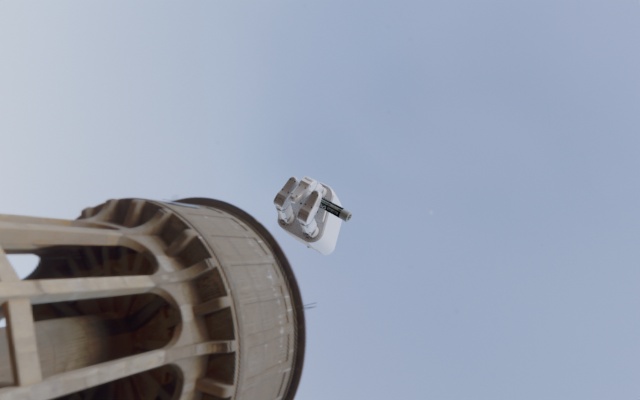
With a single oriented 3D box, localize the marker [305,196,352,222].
[{"bbox_3d":[0.000,0.003,0.826,0.121,0.020,0.020,28,12,24],"label":"marker"}]
